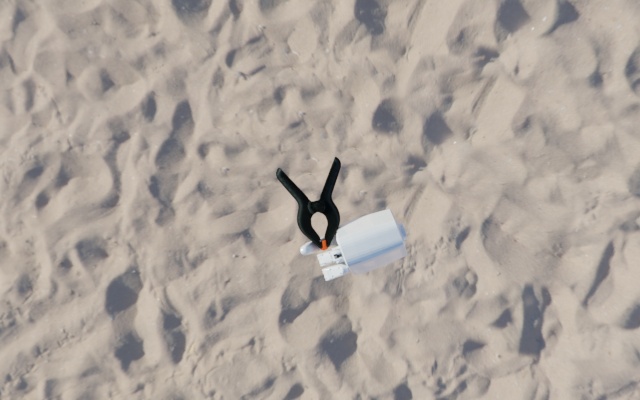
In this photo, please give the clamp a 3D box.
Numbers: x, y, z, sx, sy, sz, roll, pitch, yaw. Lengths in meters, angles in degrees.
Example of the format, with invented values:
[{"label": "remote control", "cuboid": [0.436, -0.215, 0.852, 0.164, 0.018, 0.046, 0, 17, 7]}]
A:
[{"label": "clamp", "cuboid": [0.000, 0.003, 0.876, 0.120, 0.171, 0.039, -20, -1, 3]}]
